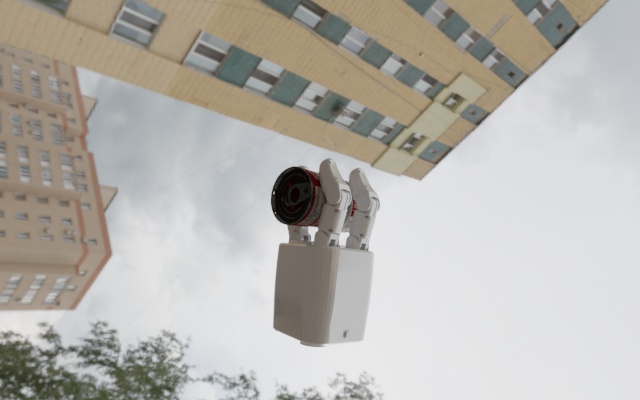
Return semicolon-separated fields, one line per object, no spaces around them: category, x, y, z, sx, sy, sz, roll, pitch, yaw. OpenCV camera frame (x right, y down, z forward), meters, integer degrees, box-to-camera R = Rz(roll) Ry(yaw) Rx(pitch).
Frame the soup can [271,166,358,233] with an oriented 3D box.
soup can;0.000;0.001;0.580;0.068;0.068;0.102;0;-9;44
